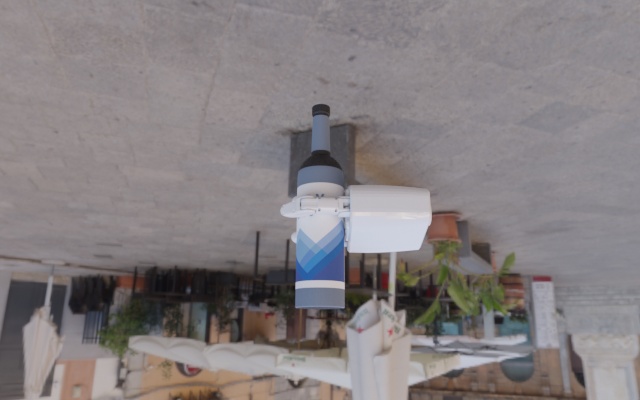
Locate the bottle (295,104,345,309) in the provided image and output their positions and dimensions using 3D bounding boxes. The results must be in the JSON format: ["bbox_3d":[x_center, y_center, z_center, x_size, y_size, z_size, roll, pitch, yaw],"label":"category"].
[{"bbox_3d":[0.000,0.002,0.678,0.069,0.295,0.069,0,-15,0],"label":"bottle"}]
